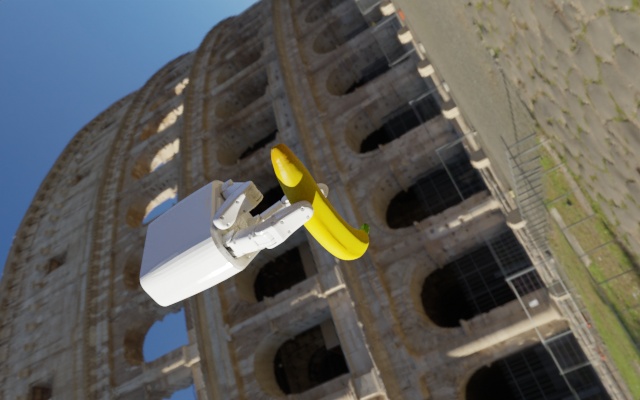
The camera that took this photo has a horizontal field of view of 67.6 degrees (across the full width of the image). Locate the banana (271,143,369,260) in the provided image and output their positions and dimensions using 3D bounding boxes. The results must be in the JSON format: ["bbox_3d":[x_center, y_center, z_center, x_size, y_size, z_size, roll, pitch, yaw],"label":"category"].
[{"bbox_3d":[0.006,0.017,0.518,0.037,0.069,0.198,-29,-41,15],"label":"banana"}]
